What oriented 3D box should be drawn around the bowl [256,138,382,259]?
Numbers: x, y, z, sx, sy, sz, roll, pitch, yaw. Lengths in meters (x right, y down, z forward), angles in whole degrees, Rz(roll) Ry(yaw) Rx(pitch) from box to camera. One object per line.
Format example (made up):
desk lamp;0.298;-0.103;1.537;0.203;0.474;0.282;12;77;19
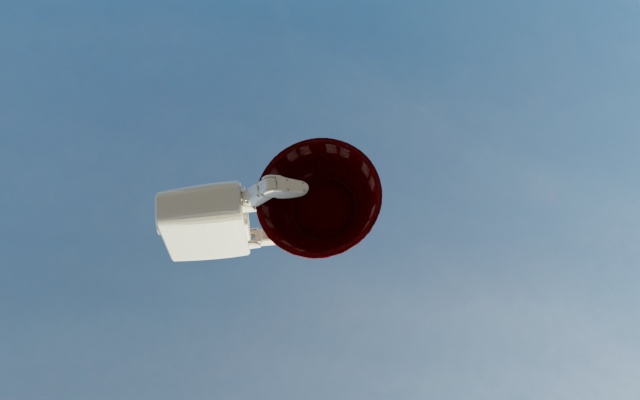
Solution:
bowl;0.001;0.002;0.622;0.162;0.162;0.055;0;-20;9
